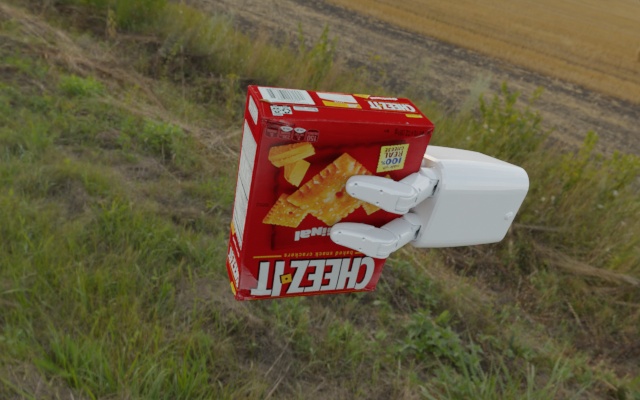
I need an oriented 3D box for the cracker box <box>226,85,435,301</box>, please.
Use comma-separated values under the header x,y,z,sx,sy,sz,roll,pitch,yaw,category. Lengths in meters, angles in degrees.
x,y,z,sx,sy,sz,roll,pitch,yaw,category
0.000,0.001,0.482,0.164,0.214,0.072,0,35,-20,cracker box
